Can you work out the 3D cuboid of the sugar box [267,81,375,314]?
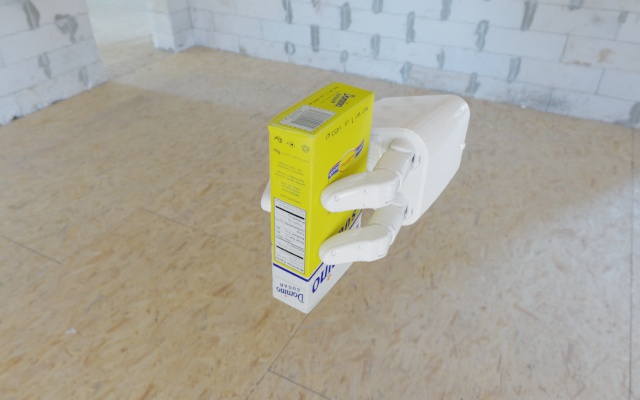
[{"bbox_3d":[0.001,0.001,0.401,0.048,0.176,0.093,20,40,27],"label":"sugar box"}]
